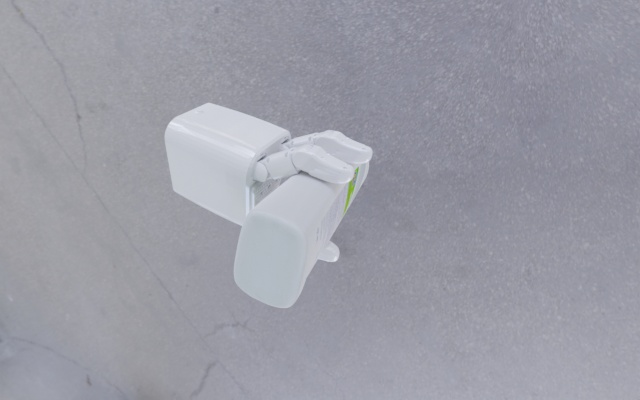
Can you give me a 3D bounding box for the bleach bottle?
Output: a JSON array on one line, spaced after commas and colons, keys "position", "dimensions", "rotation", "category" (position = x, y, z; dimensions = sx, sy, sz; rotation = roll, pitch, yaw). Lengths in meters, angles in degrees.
[{"position": [0.000, 0.002, 0.522], "dimensions": [0.068, 0.103, 0.250], "rotation": [23, 32, 12], "category": "bleach bottle"}]
